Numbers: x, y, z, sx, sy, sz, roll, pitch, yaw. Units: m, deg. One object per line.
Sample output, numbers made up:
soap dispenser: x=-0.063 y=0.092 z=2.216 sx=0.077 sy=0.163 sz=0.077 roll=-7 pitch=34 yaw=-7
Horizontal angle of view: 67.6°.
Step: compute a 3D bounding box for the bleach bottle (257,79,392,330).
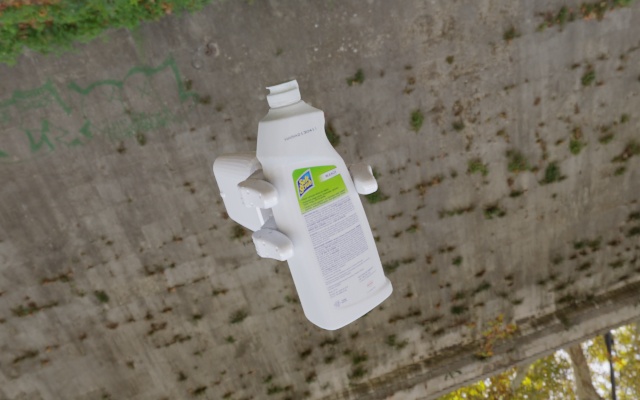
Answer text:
bleach bottle: x=0.000 y=0.002 z=0.491 sx=0.102 sy=0.251 sz=0.068 roll=-26 pitch=22 yaw=-30
